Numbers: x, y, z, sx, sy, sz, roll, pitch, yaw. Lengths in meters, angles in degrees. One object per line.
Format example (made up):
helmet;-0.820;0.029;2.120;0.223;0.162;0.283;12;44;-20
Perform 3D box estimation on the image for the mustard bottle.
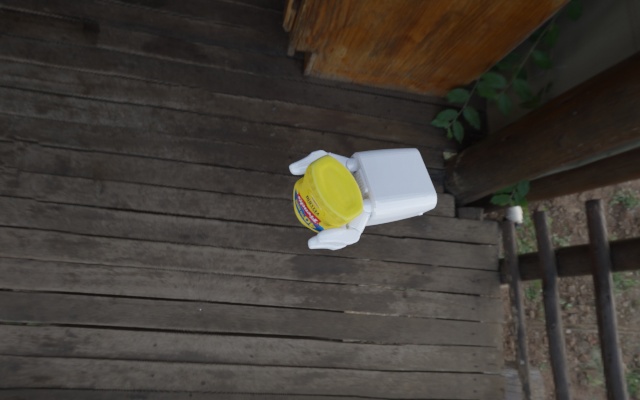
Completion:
mustard bottle;0.000;0.002;0.726;0.058;0.096;0.192;-33;-3;-19
